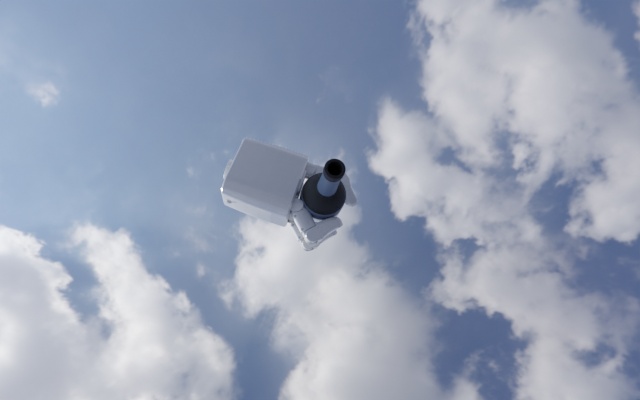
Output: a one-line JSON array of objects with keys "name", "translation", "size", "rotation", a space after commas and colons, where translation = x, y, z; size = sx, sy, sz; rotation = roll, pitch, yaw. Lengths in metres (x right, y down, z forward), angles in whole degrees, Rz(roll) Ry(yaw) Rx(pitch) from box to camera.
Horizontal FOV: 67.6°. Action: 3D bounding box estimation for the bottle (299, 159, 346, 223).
[{"name": "bottle", "translation": [0.000, 0.002, 0.736], "size": [0.069, 0.069, 0.296], "rotation": [0, -17, -7]}]
